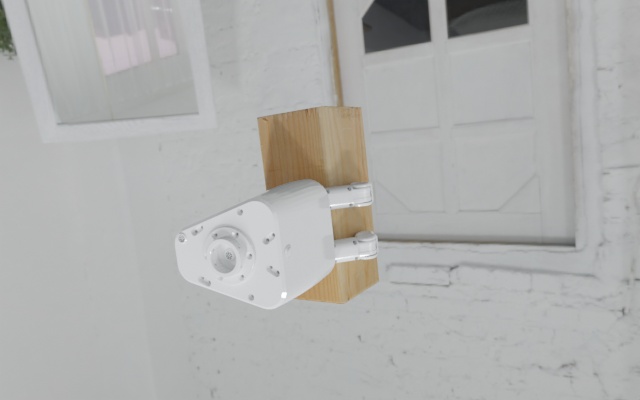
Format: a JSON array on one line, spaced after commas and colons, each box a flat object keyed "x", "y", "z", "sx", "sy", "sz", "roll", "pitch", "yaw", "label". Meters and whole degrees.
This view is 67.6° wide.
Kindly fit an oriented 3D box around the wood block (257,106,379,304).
[{"x": 0.000, "y": 0.002, "z": 0.548, "sx": 0.091, "sy": 0.206, "sz": 0.090, "roll": -2, "pitch": 8, "yaw": 34, "label": "wood block"}]
